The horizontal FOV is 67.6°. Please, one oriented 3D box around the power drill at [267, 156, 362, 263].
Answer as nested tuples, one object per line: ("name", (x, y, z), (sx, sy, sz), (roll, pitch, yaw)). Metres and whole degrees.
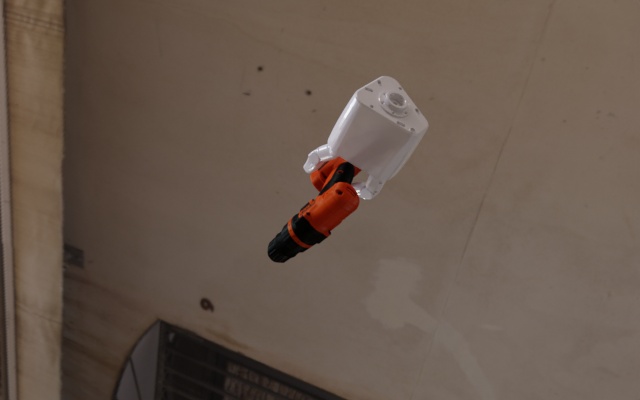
("power drill", (0.000, 0.002, 0.753), (0.184, 0.057, 0.187), (-38, 18, 33))
